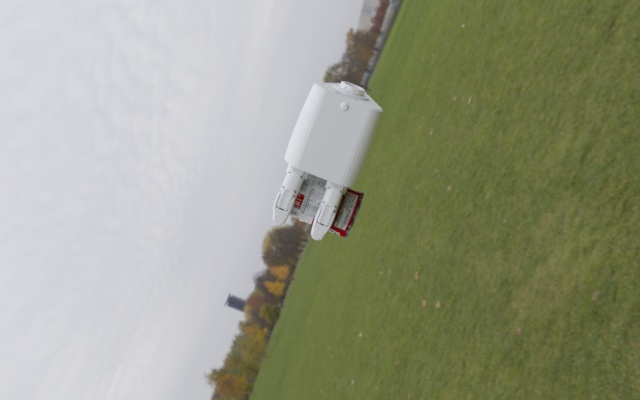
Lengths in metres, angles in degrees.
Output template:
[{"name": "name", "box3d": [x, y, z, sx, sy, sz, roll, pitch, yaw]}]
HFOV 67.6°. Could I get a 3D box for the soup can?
[{"name": "soup can", "box3d": [0.000, 0.002, 0.654, 0.102, 0.068, 0.068, 22, 0, 0]}]
